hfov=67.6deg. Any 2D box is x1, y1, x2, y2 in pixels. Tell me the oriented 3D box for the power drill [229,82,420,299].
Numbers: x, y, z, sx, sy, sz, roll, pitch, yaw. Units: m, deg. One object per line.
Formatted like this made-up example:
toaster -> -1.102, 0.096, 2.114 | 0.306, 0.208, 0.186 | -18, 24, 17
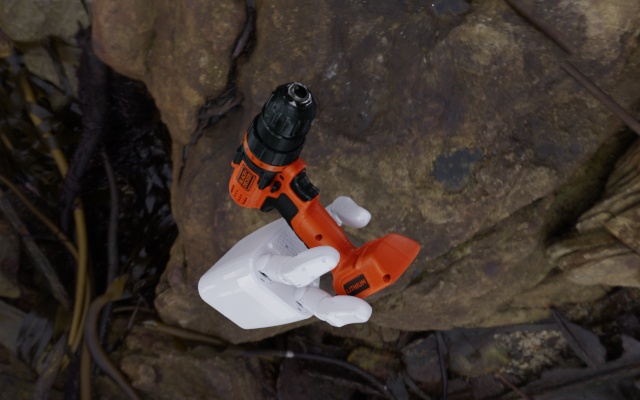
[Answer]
power drill -> 0.000, 0.002, 0.442 | 0.057, 0.187, 0.184 | -41, -4, -31
